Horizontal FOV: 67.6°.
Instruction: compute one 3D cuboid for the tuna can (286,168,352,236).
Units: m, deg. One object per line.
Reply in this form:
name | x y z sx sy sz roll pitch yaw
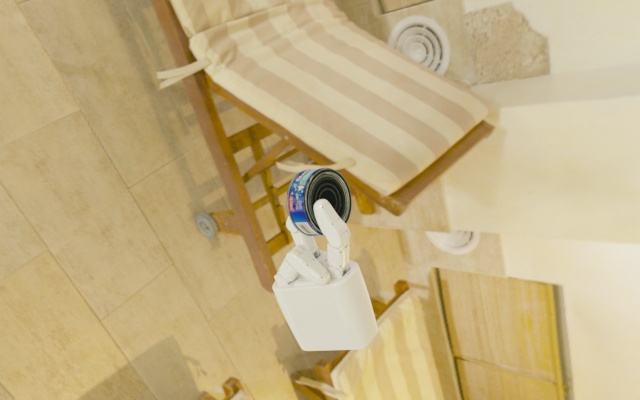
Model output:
tuna can | 0.000 0.002 0.598 0.086 0.086 0.034 0 -3 -45
